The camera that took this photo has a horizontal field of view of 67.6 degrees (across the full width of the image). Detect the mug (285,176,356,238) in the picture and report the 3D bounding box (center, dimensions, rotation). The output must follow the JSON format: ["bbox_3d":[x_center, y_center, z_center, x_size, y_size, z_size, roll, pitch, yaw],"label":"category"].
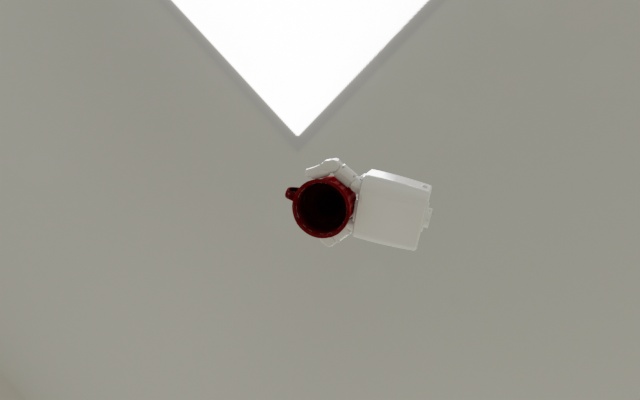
[{"bbox_3d":[-0.001,0.002,0.769,0.117,0.093,0.081,16,15,13],"label":"mug"}]
